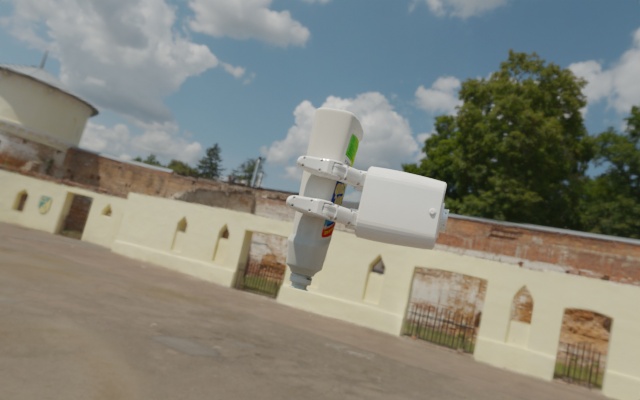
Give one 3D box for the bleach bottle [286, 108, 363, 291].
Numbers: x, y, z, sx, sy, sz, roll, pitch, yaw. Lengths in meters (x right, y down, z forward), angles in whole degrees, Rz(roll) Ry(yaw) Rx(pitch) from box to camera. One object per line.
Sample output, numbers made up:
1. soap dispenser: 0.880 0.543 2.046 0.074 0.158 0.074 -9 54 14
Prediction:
1. bleach bottle: 0.000 0.002 0.682 0.068 0.251 0.102 11 -9 14
